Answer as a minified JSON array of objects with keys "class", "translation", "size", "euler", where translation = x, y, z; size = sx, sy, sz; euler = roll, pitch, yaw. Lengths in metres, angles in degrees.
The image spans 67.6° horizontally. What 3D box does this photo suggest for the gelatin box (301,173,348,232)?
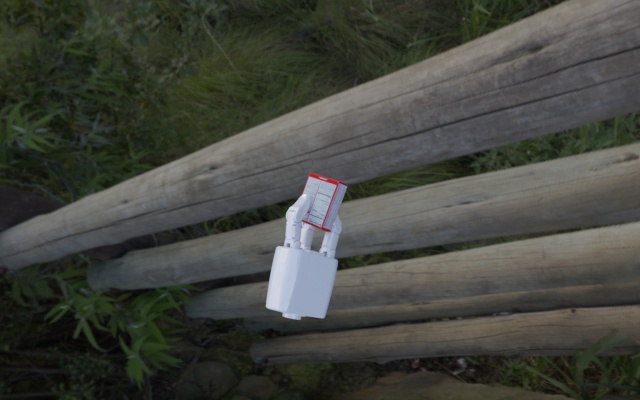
[{"class":"gelatin box","translation":[0.000,0.002,0.837],"size":[0.073,0.089,0.030],"euler":[20,1,43]}]
